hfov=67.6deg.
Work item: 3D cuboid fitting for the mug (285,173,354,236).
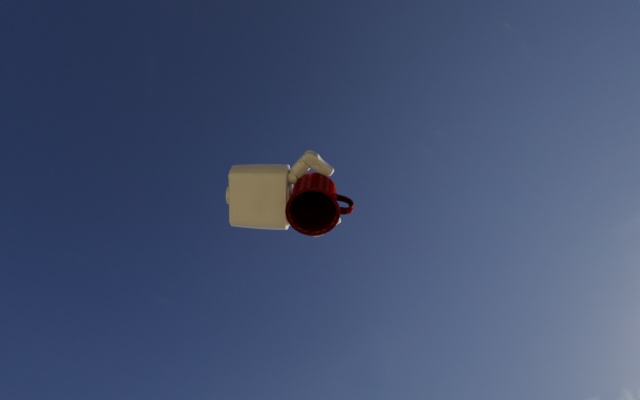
[{"bbox_3d":[0.002,0.003,0.838,0.117,0.093,0.081,3,27,1],"label":"mug"}]
